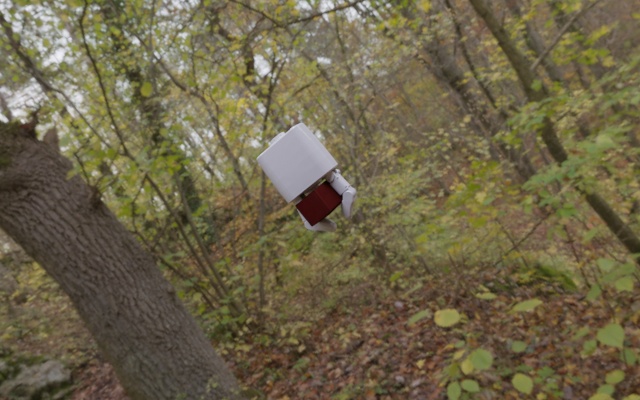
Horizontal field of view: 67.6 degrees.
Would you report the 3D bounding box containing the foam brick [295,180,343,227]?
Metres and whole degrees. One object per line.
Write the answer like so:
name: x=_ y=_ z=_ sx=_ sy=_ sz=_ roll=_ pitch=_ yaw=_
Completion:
foam brick: x=0.000 y=0.003 z=0.877 sx=0.053 sy=0.051 sz=0.078 roll=-37 pitch=2 yaw=30
